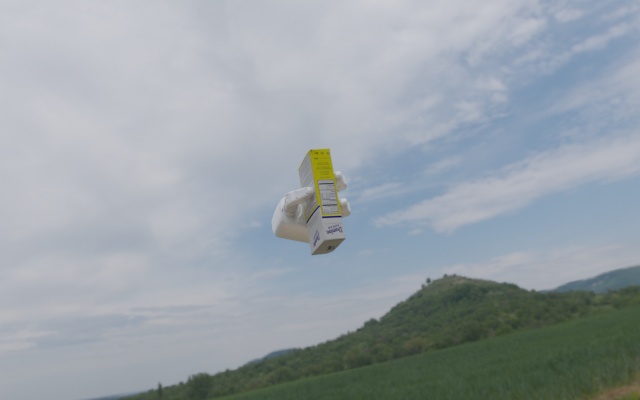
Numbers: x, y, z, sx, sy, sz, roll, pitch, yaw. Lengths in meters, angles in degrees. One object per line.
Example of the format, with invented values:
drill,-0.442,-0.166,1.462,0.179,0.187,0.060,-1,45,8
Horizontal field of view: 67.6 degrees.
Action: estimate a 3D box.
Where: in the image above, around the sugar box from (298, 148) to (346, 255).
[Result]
sugar box,0.001,0.003,0.874,0.048,0.176,0.093,-5,-20,-19
